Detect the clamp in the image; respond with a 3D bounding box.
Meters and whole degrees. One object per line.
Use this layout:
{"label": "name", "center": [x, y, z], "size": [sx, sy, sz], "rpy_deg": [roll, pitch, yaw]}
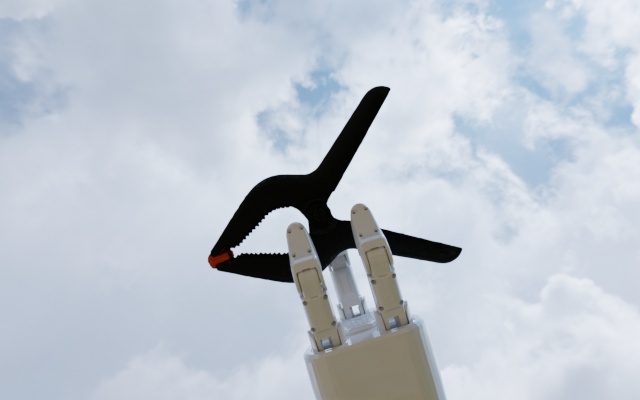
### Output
{"label": "clamp", "center": [0.000, 0.002, 0.415], "size": [0.210, 0.164, 0.036], "rpy_deg": [-17, -3, -1]}
